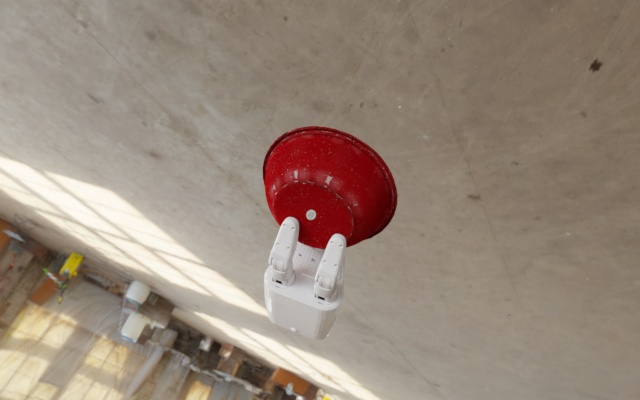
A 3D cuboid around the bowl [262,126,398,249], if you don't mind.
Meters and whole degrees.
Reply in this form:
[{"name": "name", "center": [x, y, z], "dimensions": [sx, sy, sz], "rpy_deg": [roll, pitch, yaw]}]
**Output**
[{"name": "bowl", "center": [0.000, 0.001, 0.526], "dimensions": [0.162, 0.162, 0.055], "rpy_deg": [0, 36, 24]}]
